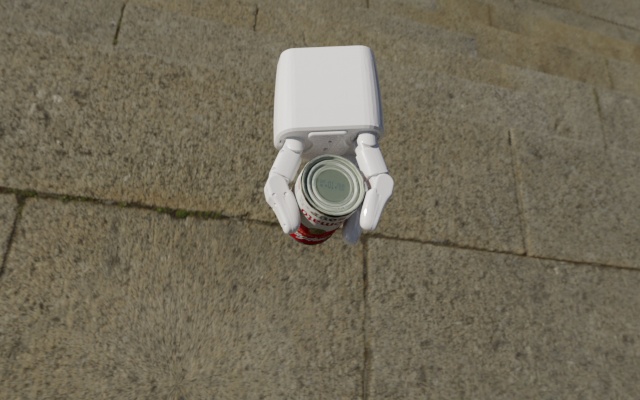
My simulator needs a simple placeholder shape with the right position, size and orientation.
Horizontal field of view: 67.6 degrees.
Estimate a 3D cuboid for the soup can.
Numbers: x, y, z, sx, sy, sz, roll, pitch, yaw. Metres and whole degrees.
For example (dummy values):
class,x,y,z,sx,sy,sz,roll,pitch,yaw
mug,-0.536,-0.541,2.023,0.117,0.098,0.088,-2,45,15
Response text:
class,x,y,z,sx,sy,sz,roll,pitch,yaw
soup can,0.000,0.002,0.507,0.068,0.068,0.102,0,-20,-17
